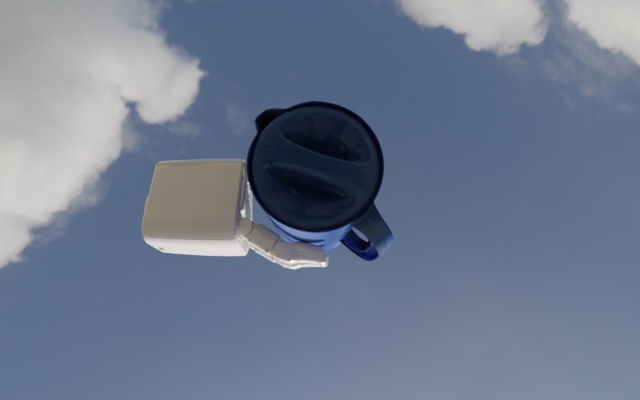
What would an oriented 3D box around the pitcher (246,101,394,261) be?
[{"bbox_3d":[0.000,0.002,0.567,0.145,0.149,0.243,0,-15,-1],"label":"pitcher"}]
